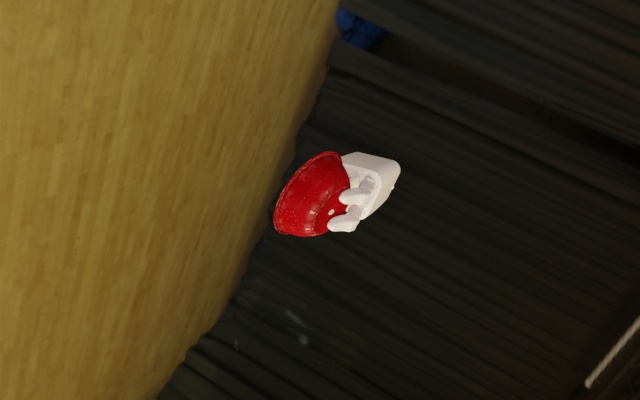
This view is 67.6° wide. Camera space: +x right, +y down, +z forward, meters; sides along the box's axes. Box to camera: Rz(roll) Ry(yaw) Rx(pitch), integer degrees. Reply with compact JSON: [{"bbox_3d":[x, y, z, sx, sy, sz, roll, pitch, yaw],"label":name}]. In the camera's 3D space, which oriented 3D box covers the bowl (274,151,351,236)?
[{"bbox_3d":[0.000,0.003,0.775,0.055,0.162,0.162,37,18,25],"label":"bowl"}]
